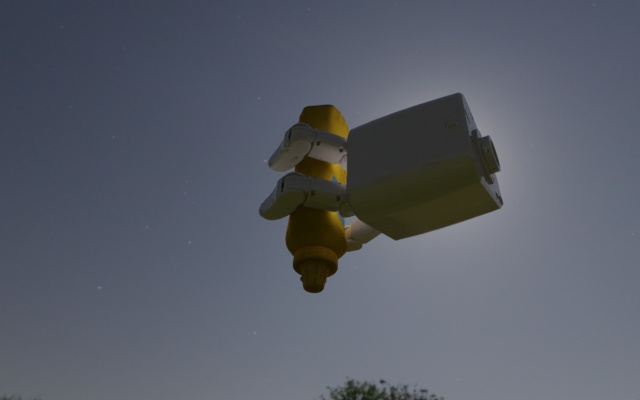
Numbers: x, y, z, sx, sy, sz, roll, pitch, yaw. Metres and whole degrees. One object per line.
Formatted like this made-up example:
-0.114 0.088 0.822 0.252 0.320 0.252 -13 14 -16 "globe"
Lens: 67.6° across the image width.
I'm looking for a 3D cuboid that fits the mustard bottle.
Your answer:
0.000 0.001 0.474 0.058 0.191 0.096 -2 -37 7 "mustard bottle"
